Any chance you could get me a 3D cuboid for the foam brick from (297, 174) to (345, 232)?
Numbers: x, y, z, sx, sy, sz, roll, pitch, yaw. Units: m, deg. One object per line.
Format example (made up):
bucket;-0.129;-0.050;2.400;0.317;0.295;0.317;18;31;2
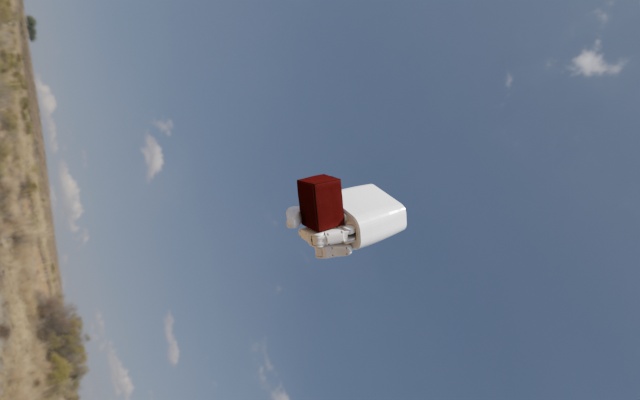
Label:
foam brick;0.000;0.002;0.750;0.051;0.078;0.053;-15;20;-29
